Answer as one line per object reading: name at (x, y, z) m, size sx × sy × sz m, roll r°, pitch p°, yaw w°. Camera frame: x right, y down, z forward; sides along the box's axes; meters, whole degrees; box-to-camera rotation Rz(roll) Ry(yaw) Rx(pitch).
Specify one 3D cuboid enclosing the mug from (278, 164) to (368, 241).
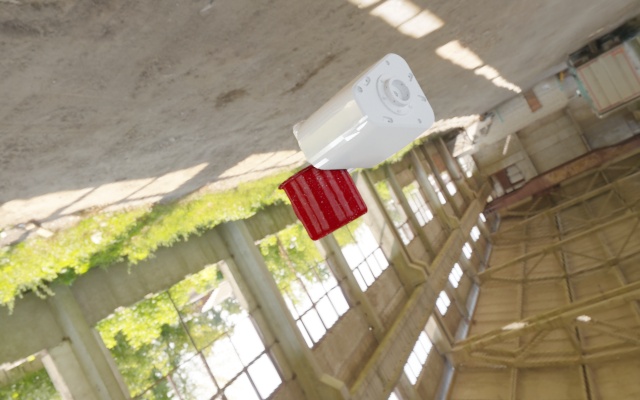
mug at (-0.001, 0.003, 0.606) m, size 0.093 × 0.081 × 0.117 m, roll -26°, pitch -4°, yaw -39°
